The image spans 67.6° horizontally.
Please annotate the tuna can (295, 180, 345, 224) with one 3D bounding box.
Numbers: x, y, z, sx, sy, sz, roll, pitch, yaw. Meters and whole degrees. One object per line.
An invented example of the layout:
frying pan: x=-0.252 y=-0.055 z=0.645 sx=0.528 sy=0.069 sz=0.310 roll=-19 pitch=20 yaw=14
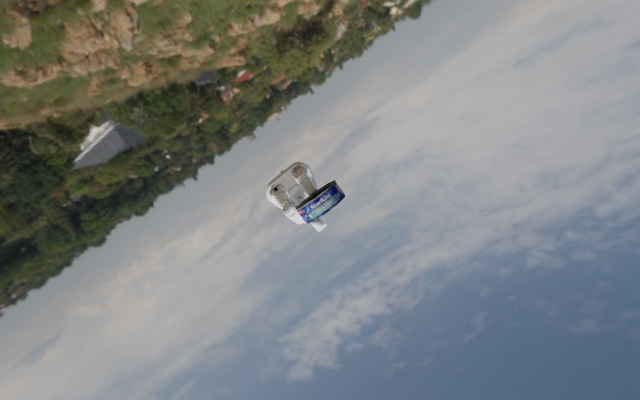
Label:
tuna can: x=0.000 y=0.003 z=0.828 sx=0.086 sy=0.034 sz=0.086 roll=-36 pitch=6 yaw=5
